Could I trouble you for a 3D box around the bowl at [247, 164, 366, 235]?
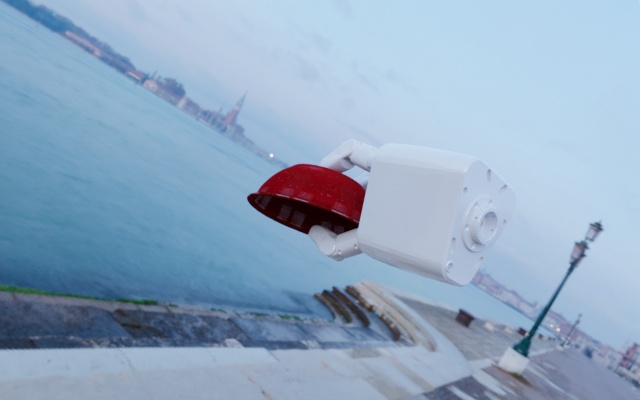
[{"bbox_3d":[-0.001,0.001,0.553,0.162,0.055,0.162,17,-15,5],"label":"bowl"}]
